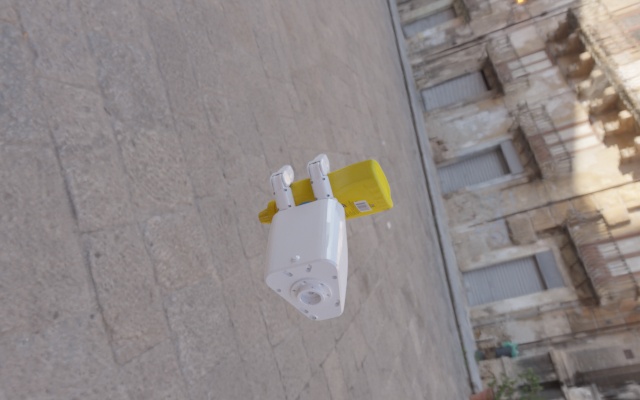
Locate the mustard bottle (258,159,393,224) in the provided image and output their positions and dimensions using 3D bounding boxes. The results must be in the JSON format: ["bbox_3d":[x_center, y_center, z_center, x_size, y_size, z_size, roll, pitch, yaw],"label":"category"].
[{"bbox_3d":[0.000,0.002,0.681,0.191,0.058,0.096,-16,-29,16],"label":"mustard bottle"}]
